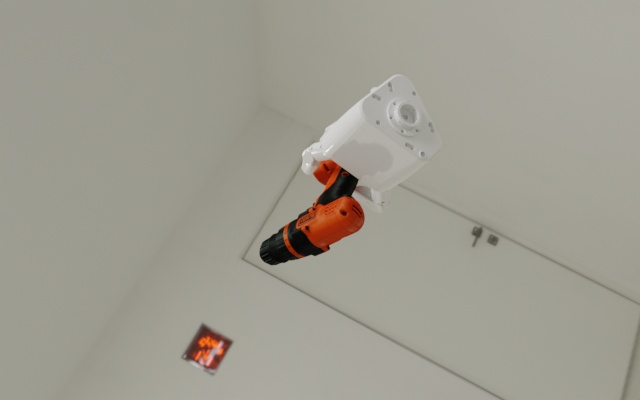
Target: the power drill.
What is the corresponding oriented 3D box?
[{"bbox_3d":[0.000,0.002,0.687,0.184,0.187,0.057,-26,-59,38],"label":"power drill"}]
